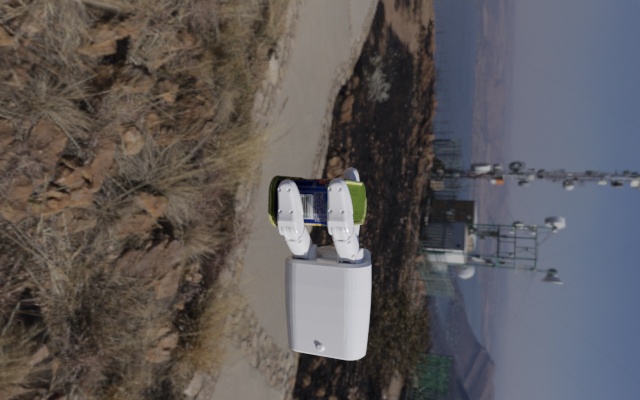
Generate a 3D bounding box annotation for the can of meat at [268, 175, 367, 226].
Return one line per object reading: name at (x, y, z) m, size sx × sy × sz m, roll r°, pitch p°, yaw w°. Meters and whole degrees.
can of meat at (0.000, 0.002, 0.550) m, size 0.084 × 0.057 × 0.102 m, roll 3°, pitch 1°, yaw 22°
